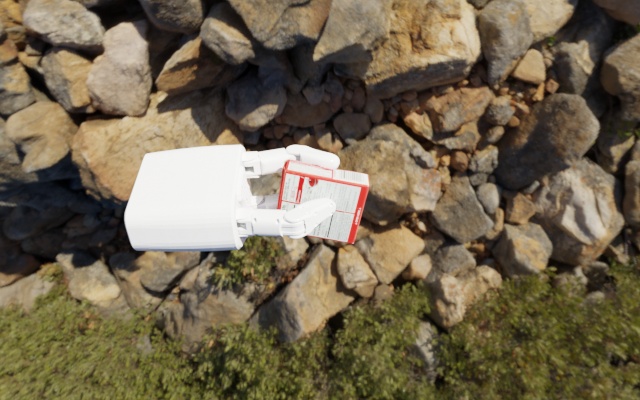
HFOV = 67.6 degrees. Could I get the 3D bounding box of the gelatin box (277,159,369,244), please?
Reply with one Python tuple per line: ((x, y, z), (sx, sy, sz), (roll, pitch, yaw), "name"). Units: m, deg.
((0.000, 0.002, 0.500), (0.089, 0.073, 0.030), (10, 30, -2), "gelatin box")
